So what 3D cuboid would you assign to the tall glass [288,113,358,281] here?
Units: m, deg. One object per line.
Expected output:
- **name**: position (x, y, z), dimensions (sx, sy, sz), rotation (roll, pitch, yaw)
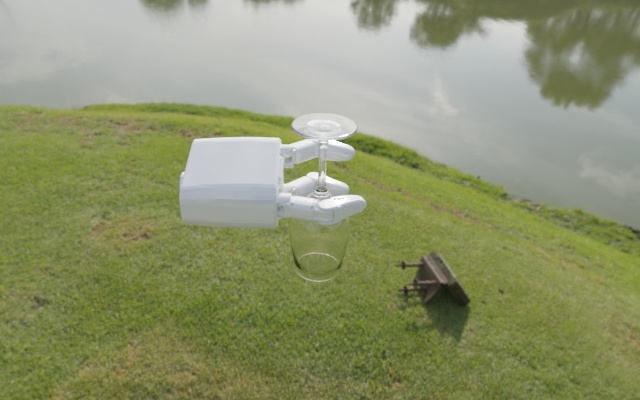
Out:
- **tall glass**: position (0.000, 0.001, 0.581), dimensions (0.079, 0.201, 0.079), rotation (2, 31, -1)
